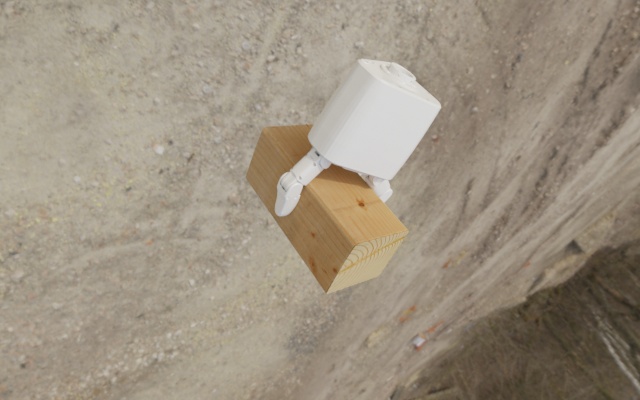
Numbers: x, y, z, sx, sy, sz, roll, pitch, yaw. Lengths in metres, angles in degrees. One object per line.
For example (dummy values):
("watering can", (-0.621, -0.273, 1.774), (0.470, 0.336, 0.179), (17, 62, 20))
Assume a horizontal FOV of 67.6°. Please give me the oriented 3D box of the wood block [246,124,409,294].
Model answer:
("wood block", (0.000, 0.002, 0.606), (0.091, 0.090, 0.206), (-10, 50, -39))
